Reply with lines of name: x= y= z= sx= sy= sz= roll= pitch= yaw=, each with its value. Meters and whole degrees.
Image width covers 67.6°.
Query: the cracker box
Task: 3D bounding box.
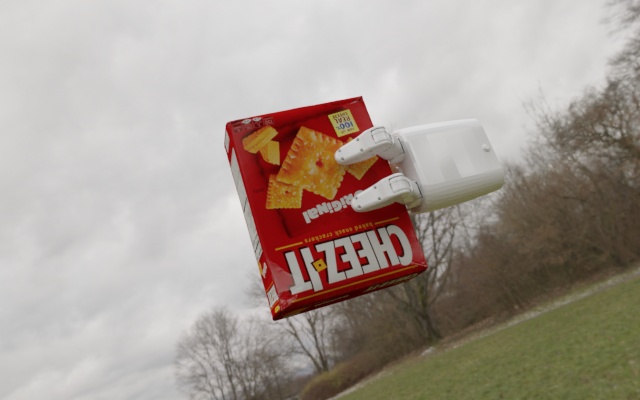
cracker box: x=0.000 y=0.002 z=0.524 sx=0.164 sy=0.213 sz=0.072 roll=-13 pitch=-18 yaw=-16
